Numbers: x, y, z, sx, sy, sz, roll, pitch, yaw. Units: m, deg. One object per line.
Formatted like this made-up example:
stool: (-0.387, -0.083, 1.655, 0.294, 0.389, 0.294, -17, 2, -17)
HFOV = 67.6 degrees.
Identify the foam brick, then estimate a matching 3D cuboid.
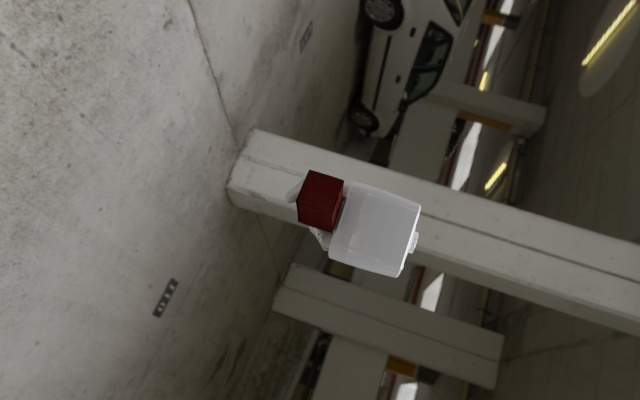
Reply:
foam brick: (0.000, 0.002, 0.655, 0.051, 0.053, 0.078, 18, -21, 8)
